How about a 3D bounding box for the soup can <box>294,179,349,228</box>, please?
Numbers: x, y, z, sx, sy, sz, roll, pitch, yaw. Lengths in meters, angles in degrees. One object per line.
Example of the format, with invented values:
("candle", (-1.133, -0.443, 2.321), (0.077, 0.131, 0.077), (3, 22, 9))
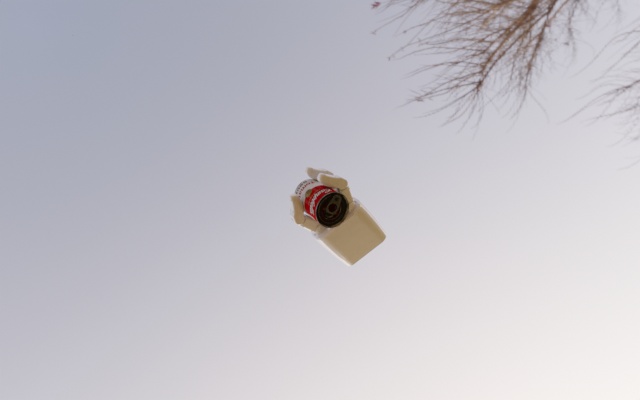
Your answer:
("soup can", (0.000, 0.003, 0.897), (0.068, 0.068, 0.102), (0, 17, -27))
